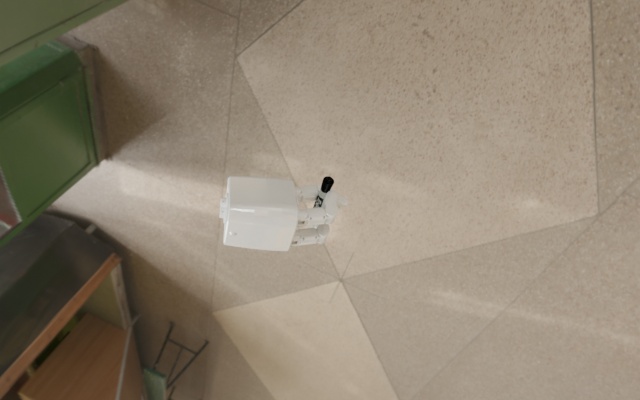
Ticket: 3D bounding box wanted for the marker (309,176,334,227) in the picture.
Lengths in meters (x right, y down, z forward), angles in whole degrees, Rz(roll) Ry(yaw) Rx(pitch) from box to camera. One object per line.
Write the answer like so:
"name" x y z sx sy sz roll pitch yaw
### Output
"marker" 0.000 0.003 0.810 0.020 0.020 0.121 0 -40 -18
